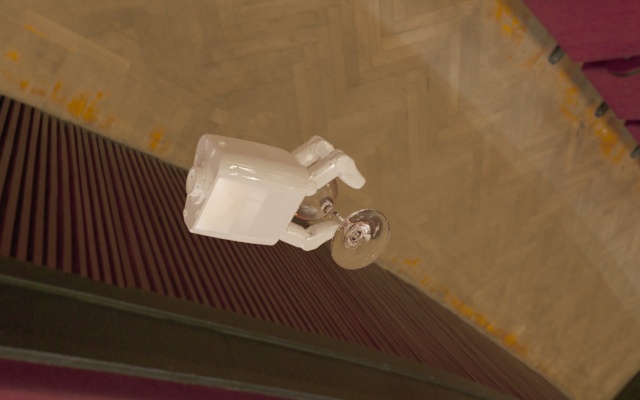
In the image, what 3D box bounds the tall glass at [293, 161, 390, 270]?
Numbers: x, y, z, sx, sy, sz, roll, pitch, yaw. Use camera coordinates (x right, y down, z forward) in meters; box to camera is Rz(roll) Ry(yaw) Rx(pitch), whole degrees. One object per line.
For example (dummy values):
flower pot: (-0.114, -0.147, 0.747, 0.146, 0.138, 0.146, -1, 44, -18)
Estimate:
tall glass: (0.000, 0.002, 0.596, 0.079, 0.079, 0.201, 0, 24, -29)
